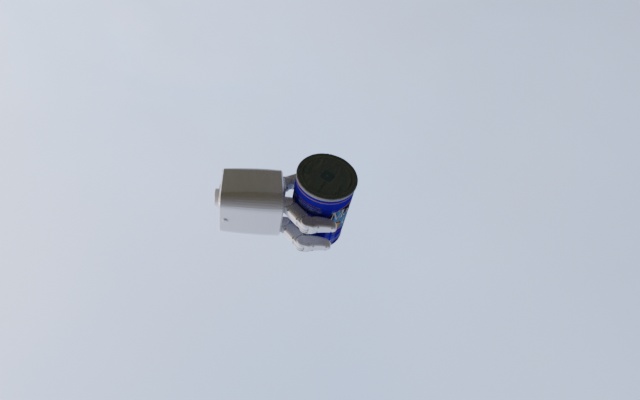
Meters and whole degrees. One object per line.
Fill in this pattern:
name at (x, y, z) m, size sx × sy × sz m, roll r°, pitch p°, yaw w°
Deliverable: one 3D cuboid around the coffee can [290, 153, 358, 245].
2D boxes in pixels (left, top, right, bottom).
coffee can at (0.000, 0.003, 0.832) m, size 0.103 × 0.102 × 0.140 m, roll 0°, pitch -39°, yaw -12°
